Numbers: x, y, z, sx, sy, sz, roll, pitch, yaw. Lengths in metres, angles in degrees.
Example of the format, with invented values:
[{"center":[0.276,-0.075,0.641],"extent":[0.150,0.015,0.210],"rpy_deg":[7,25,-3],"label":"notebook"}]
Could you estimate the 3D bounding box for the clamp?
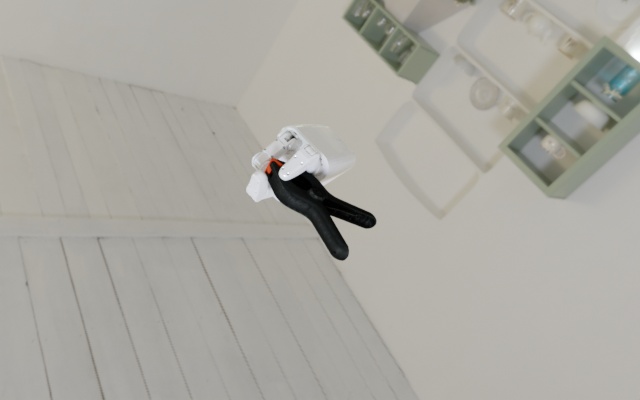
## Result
[{"center":[0.000,0.002,0.655],"extent":[0.171,0.039,0.120],"rpy_deg":[46,28,14],"label":"clamp"}]
